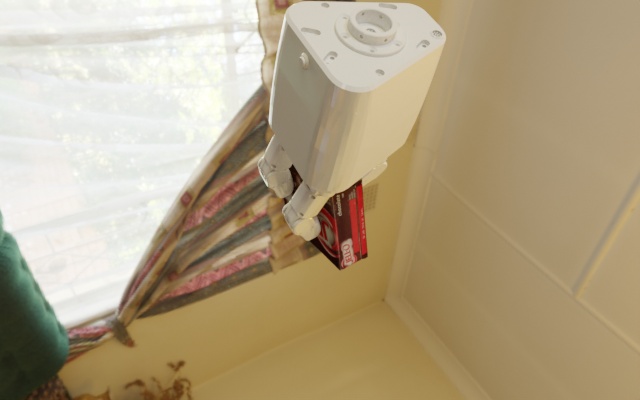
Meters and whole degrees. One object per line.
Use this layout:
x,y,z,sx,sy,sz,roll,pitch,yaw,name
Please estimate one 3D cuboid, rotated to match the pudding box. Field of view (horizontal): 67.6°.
0.000,0.001,0.471,0.039,0.090,0.113,-20,34,-21,pudding box
